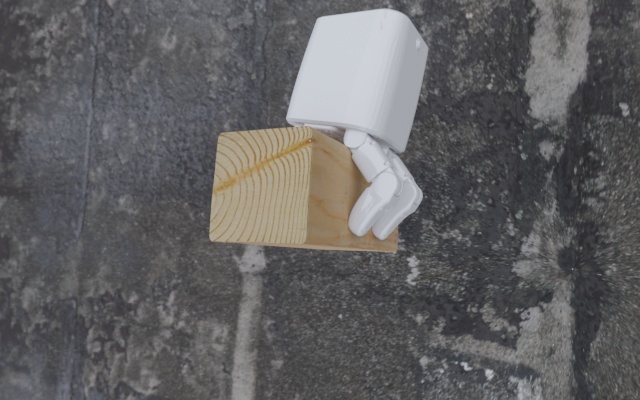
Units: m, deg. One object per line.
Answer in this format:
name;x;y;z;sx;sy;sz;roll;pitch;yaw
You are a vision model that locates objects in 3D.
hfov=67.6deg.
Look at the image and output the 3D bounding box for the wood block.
wood block;0.000;0.001;0.453;0.091;0.090;0.206;0;-7;28
